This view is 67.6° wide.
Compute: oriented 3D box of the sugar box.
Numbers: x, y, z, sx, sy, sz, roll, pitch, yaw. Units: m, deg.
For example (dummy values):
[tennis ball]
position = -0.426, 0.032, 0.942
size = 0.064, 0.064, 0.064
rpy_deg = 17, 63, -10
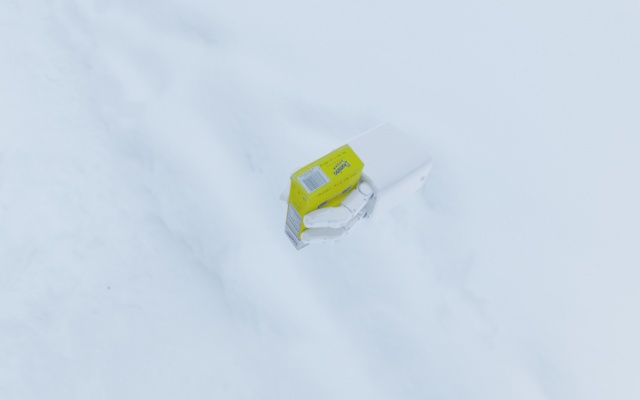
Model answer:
[sugar box]
position = 0.001, 0.002, 0.673
size = 0.093, 0.048, 0.176
rpy_deg = -30, -22, -20
